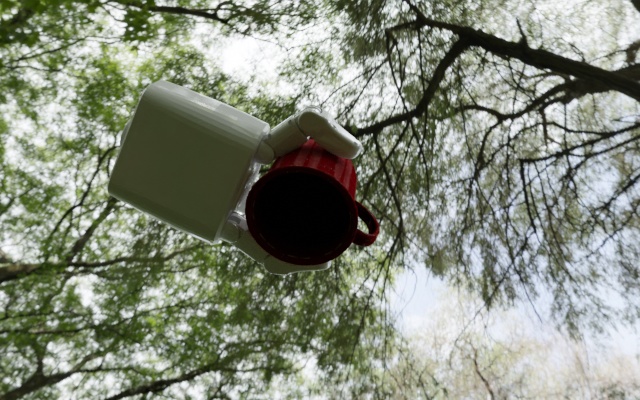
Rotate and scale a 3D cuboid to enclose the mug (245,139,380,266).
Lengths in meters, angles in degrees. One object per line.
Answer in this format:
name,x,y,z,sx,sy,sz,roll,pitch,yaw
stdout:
mug,0.001,0.002,0.421,0.117,0.093,0.081,25,28,-5
